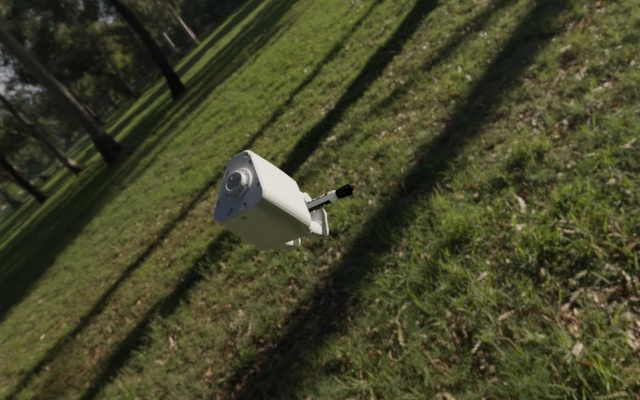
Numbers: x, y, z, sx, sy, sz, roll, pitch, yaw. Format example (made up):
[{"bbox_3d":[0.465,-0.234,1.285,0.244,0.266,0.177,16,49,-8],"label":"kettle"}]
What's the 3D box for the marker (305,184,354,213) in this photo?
[{"bbox_3d":[0.000,0.003,0.768,0.121,0.020,0.020,-24,-10,25],"label":"marker"}]
